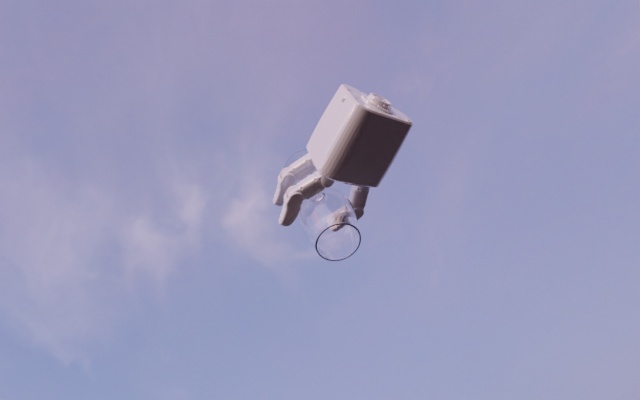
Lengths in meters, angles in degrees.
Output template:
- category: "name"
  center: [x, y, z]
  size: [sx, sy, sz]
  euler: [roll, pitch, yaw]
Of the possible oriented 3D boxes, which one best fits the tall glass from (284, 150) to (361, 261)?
- category: "tall glass"
  center: [0.000, 0.002, 0.700]
  size: [0.079, 0.079, 0.201]
  euler: [0, 32, -16]
